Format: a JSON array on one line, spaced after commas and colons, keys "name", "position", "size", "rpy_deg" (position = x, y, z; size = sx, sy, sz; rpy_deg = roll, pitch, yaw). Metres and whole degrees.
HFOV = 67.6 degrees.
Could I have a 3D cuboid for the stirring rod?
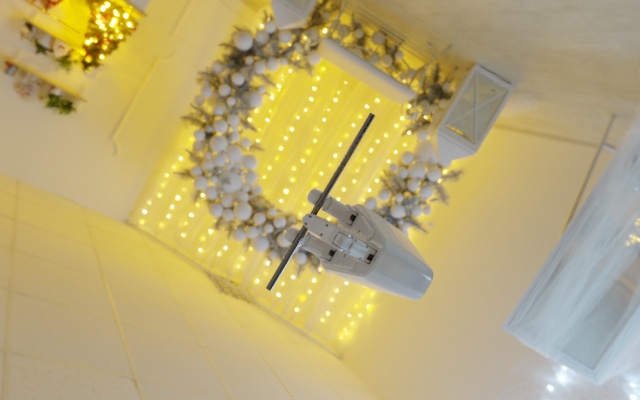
[{"name": "stirring rod", "position": [0.000, 0.002, 0.564], "size": [0.011, 0.239, 0.011], "rpy_deg": [31, 0, 0]}]
